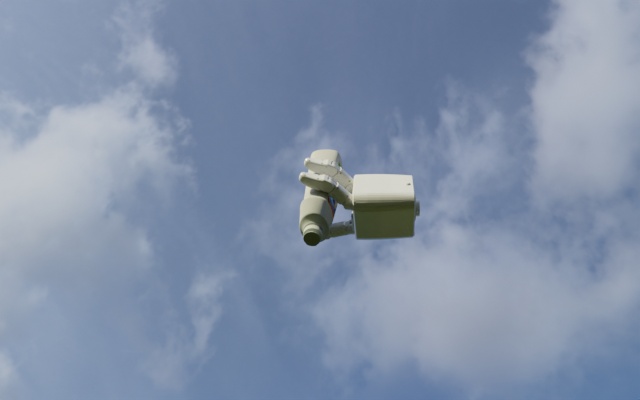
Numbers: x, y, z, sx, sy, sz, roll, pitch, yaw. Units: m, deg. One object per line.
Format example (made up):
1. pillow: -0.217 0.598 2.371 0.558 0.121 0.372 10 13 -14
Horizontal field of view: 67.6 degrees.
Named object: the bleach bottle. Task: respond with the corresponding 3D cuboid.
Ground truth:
1. bleach bottle: 0.000 0.003 0.866 0.068 0.103 0.250 -1 32 8
